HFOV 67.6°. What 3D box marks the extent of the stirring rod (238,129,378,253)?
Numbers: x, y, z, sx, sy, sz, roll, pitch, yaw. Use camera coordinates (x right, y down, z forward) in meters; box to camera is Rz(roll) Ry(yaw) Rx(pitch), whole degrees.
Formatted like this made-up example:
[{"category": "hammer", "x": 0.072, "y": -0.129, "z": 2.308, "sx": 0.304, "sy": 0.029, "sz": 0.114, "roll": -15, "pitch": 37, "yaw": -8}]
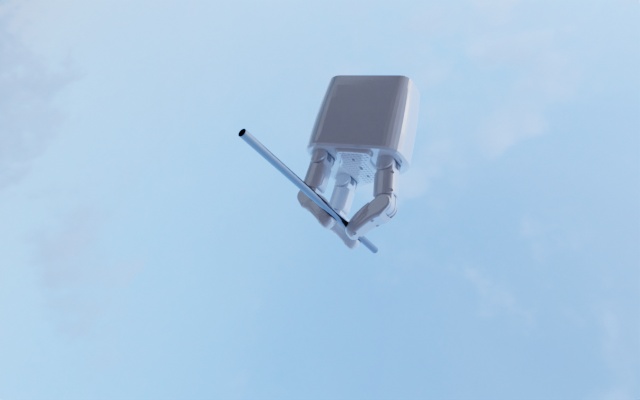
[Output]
[{"category": "stirring rod", "x": 0.000, "y": 0.001, "z": 0.471, "sx": 0.011, "sy": 0.011, "sz": 0.240, "roll": 0, "pitch": -28, "yaw": 37}]
